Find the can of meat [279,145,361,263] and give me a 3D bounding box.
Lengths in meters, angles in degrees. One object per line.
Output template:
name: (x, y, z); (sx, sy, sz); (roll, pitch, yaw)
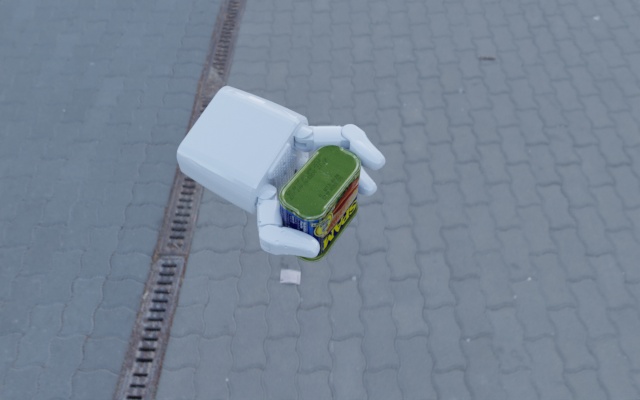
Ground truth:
can of meat: (0.000, 0.002, 0.508); (0.057, 0.102, 0.084); (29, -31, 18)
